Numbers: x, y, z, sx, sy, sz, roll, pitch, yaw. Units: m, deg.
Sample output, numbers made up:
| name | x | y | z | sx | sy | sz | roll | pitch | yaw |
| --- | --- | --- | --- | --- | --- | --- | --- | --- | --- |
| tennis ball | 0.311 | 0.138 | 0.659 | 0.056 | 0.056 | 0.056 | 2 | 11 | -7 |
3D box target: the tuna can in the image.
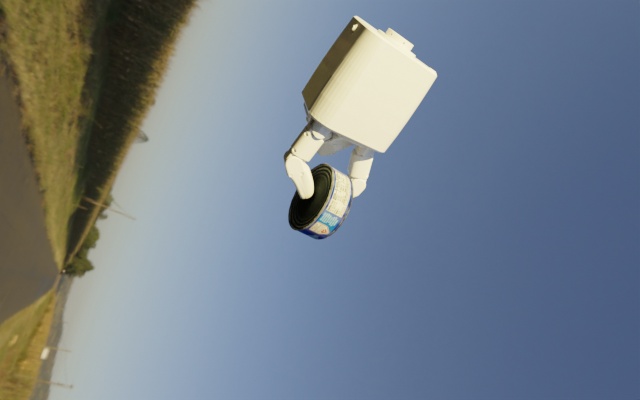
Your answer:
| name | x | y | z | sx | sy | sz | roll | pitch | yaw |
| --- | --- | --- | --- | --- | --- | --- | --- | --- | --- |
| tuna can | 0.001 | 0.002 | 0.561 | 0.034 | 0.086 | 0.086 | 28 | -14 | -27 |
